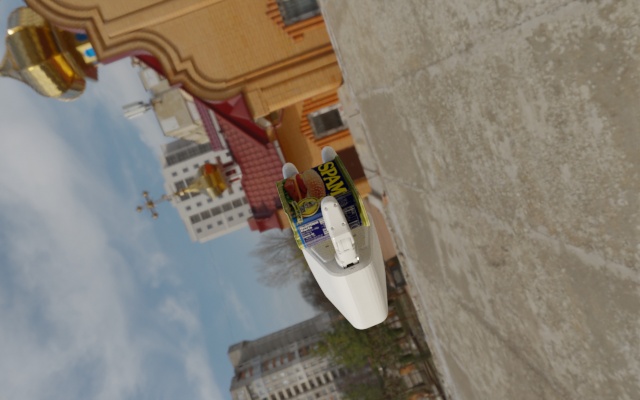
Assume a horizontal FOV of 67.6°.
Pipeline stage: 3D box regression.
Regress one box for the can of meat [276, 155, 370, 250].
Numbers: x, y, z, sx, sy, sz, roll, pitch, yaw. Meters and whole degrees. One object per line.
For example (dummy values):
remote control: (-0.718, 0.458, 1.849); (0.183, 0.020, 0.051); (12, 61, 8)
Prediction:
can of meat: (0.000, 0.002, 0.563); (0.084, 0.057, 0.102); (-22, 37, -1)
